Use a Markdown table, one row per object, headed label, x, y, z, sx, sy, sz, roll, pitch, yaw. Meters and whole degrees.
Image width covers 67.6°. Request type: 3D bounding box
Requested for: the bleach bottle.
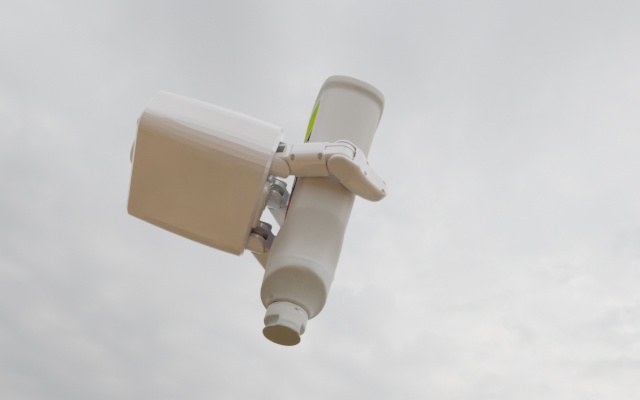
| label | x | y | z | sx | sy | sz | roll | pitch | yaw |
| --- | --- | --- | --- | --- | --- | --- | --- | --- | --- |
| bleach bottle | 0.000 | 0.001 | 0.412 | 0.068 | 0.250 | 0.103 | 19 | -43 | -3 |
